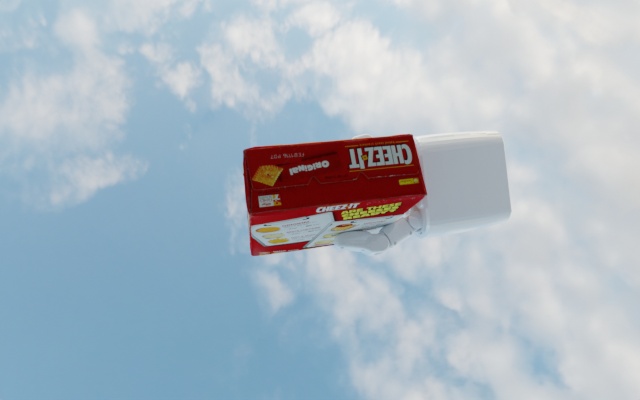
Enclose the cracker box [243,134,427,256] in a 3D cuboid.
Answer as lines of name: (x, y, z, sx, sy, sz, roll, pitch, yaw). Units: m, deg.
cracker box: (0.000, 0.002, 0.527, 0.164, 0.072, 0.214, -7, -15, -10)
